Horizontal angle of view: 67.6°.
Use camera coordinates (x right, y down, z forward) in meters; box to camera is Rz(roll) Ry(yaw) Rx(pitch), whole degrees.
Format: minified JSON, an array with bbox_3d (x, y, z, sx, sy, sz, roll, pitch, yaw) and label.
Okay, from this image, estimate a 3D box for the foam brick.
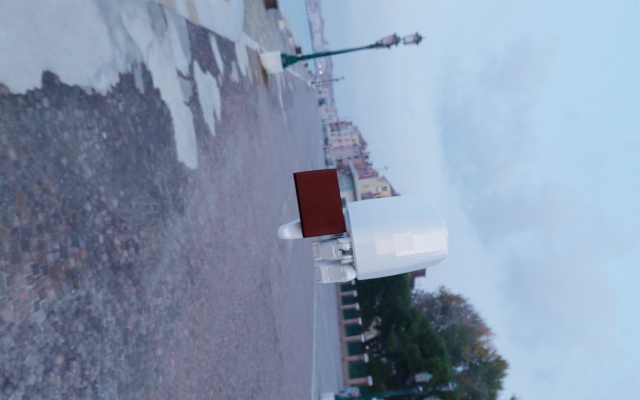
[{"bbox_3d":[0.000,0.002,0.575,0.051,0.078,0.053,-9,2,3],"label":"foam brick"}]
